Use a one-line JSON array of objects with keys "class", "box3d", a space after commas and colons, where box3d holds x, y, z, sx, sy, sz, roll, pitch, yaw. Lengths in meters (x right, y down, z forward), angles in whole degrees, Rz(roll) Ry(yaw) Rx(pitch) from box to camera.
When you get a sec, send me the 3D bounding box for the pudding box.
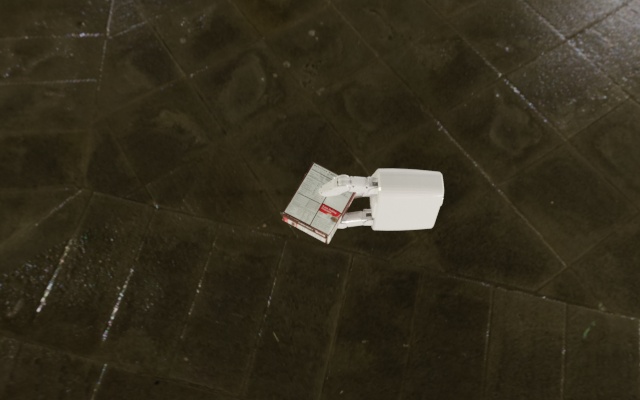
[{"class": "pudding box", "box3d": [0.000, 0.003, 0.811, 0.090, 0.113, 0.039, 27, -23, 9]}]
